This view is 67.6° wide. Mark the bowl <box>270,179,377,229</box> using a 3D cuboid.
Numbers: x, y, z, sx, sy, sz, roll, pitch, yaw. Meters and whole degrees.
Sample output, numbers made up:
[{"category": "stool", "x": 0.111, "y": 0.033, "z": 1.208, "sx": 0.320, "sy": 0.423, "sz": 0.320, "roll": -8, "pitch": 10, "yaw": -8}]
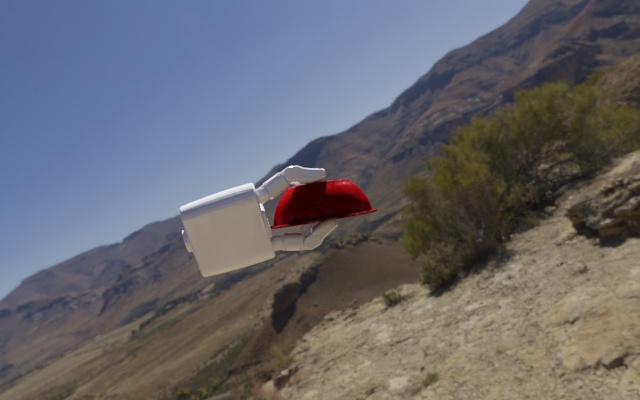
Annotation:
[{"category": "bowl", "x": 0.001, "y": 0.002, "z": 0.708, "sx": 0.162, "sy": 0.055, "sz": 0.162, "roll": -9, "pitch": -1, "yaw": 0}]
